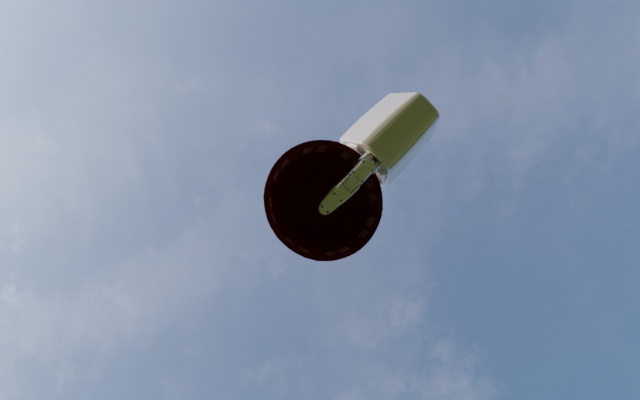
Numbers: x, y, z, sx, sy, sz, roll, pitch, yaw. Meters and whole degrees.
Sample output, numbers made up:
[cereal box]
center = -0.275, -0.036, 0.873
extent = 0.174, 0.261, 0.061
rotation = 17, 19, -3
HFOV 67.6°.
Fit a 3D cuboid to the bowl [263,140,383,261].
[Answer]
[bowl]
center = -0.001, 0.003, 0.650
extent = 0.162, 0.162, 0.055
rotation = 0, -8, -14
